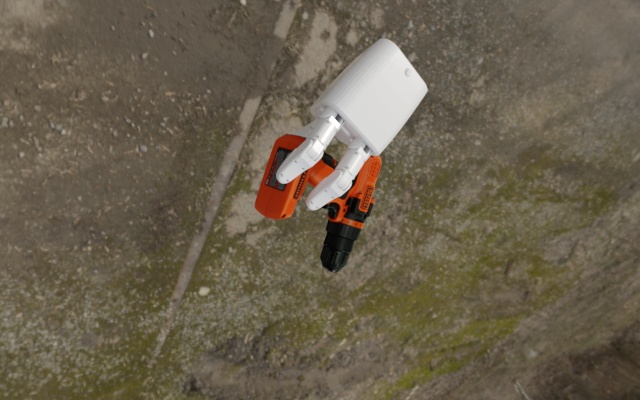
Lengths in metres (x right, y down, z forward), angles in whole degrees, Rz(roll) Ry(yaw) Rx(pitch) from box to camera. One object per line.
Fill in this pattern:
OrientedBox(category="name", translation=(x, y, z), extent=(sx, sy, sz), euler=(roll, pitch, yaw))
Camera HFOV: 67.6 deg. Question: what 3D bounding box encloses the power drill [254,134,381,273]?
OrientedBox(category="power drill", translation=(0.000, 0.002, 0.641), extent=(0.057, 0.184, 0.188), euler=(17, -1, 38))
